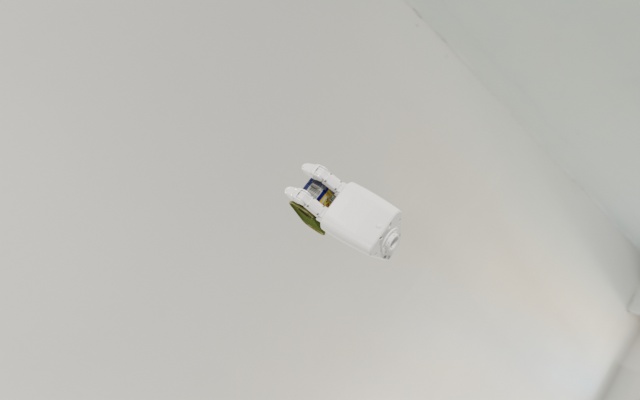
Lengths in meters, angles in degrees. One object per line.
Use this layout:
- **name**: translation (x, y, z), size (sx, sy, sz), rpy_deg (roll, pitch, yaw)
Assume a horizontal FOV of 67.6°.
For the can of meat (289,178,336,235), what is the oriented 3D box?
- **can of meat**: translation (0.000, 0.003, 0.882), size (0.057, 0.084, 0.102), rpy_deg (30, -15, 31)
